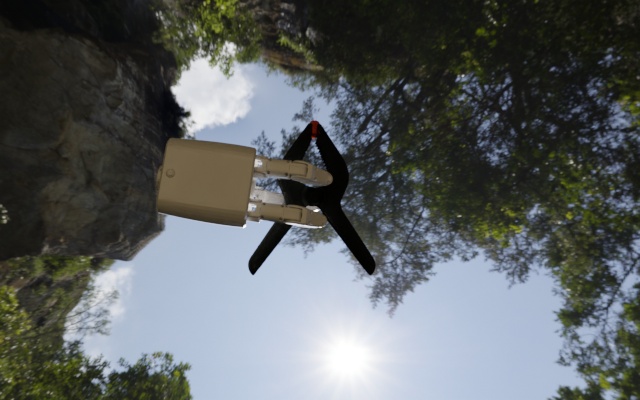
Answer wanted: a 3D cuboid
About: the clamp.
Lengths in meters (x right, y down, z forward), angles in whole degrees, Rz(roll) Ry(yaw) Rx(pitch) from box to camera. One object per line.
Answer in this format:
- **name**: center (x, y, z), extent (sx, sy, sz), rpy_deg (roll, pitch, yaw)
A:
- **clamp**: center (0.000, 0.002, 0.629), extent (0.164, 0.210, 0.036), rpy_deg (8, -8, -8)
